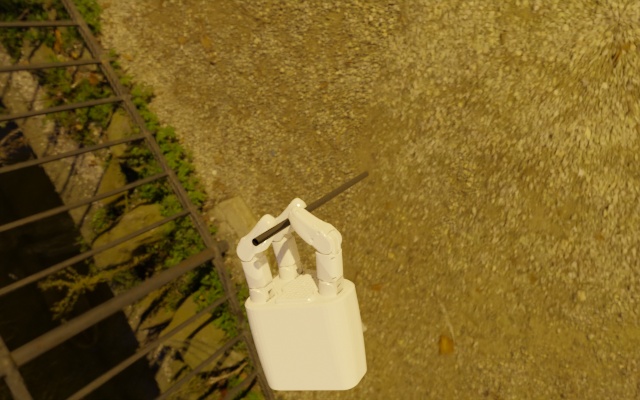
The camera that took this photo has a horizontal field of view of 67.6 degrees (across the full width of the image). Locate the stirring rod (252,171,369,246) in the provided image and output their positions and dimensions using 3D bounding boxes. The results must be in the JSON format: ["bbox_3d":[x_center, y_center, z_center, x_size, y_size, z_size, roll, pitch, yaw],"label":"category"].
[{"bbox_3d":[0.000,0.002,0.539,0.011,0.011,0.239,0,18,32],"label":"stirring rod"}]
